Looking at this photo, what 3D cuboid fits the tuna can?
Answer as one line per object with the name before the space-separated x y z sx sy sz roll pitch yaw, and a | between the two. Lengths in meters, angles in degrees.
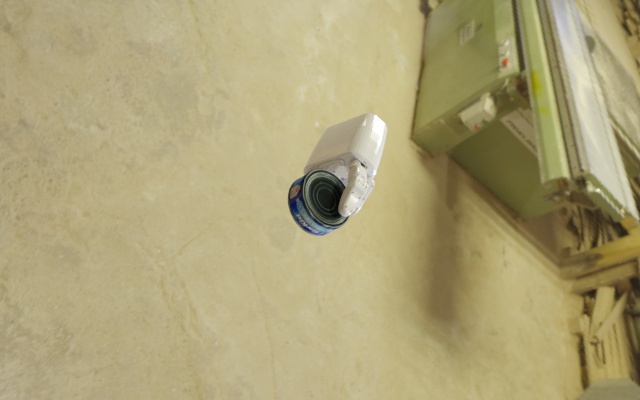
tuna can | 0.000 0.002 0.641 0.086 0.086 0.034 0 -20 -40
